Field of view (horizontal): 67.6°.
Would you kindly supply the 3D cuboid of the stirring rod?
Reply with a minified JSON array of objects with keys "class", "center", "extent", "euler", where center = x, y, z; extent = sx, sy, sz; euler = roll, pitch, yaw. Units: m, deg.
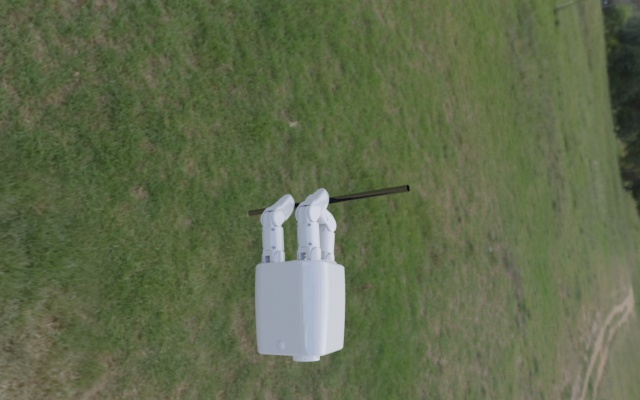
[{"class":"stirring rod","center":[0.000,0.002,0.606],"extent":[0.239,0.011,0.011],"euler":[-9,-5,33]}]
